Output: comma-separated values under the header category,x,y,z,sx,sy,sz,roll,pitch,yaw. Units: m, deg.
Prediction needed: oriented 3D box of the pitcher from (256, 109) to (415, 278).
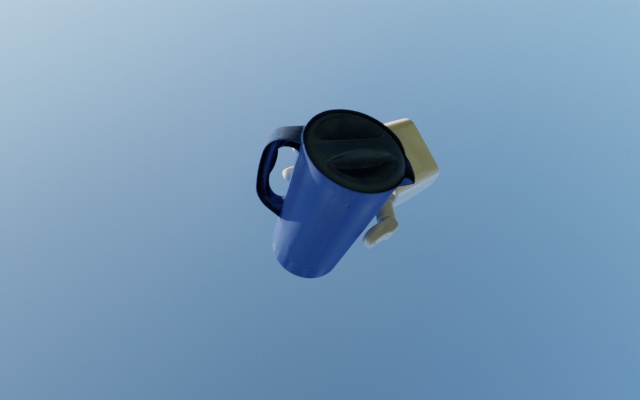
category,x,y,z,sx,sy,sz,roll,pitch,yaw
pitcher,0.000,0.002,0.647,0.145,0.149,0.243,-25,-24,-34
